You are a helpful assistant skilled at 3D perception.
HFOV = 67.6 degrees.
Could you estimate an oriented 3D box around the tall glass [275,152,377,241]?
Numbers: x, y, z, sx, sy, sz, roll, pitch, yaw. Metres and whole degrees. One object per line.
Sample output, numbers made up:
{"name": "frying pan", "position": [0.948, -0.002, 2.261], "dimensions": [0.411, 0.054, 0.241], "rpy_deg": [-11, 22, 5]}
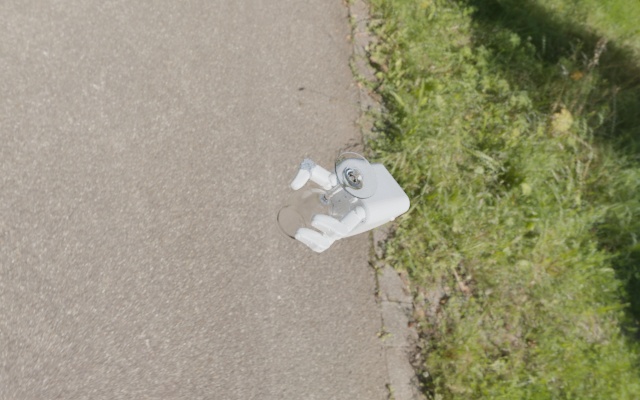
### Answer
{"name": "tall glass", "position": [0.000, 0.002, 0.756], "dimensions": [0.079, 0.079, 0.201], "rpy_deg": [0, -23, -35]}
